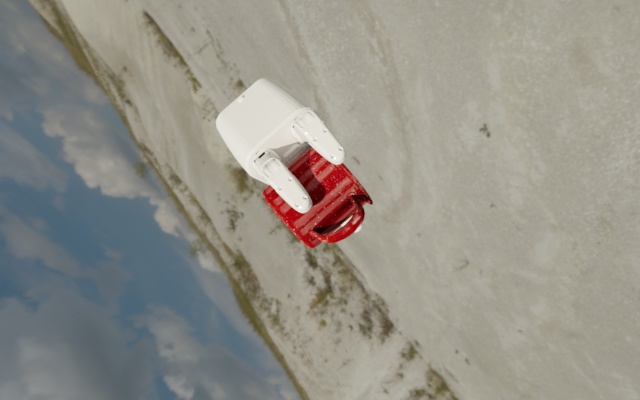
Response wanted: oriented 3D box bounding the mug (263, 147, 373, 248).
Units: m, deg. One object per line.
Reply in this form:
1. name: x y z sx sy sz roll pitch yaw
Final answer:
1. mug: 0.001 0.003 0.491 0.117 0.081 0.093 48 -1 45
